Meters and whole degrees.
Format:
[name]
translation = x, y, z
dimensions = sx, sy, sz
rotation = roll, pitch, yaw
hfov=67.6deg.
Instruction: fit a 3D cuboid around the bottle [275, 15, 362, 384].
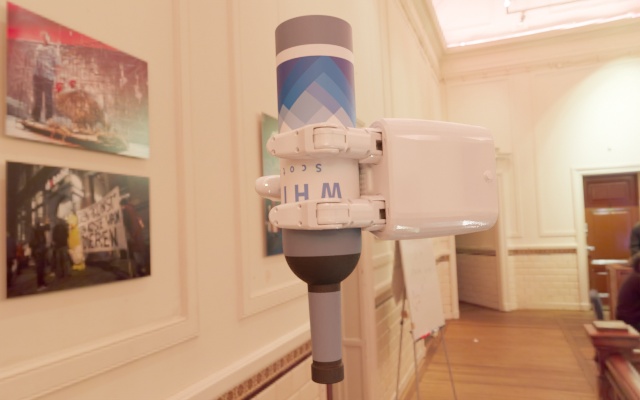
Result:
[bottle]
translation = 0.000, 0.001, 0.403
dimensions = 0.069, 0.295, 0.069
rotation = -2, -3, 0
